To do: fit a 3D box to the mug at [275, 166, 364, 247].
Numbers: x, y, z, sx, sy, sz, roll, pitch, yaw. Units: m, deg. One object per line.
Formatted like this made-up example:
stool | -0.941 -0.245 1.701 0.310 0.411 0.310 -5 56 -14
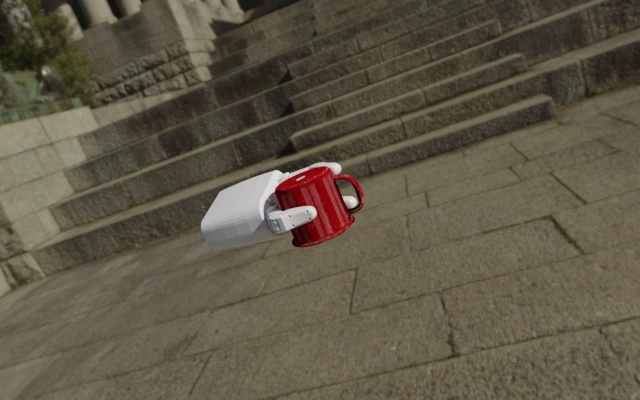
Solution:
mug | 0.001 0.002 0.637 0.117 0.081 0.093 -17 14 20
